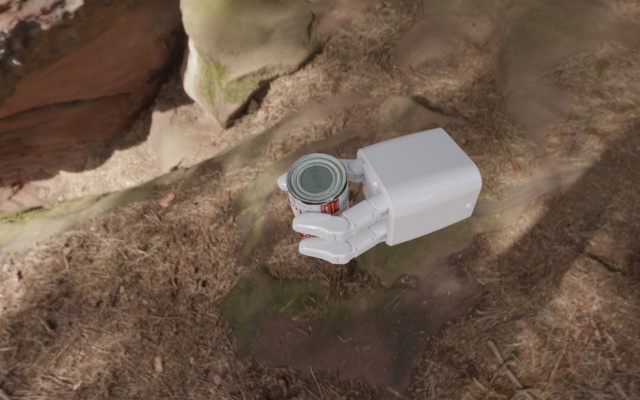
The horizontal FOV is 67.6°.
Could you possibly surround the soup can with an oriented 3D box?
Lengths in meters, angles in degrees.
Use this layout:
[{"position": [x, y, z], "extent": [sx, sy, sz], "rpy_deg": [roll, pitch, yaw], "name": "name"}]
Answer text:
[{"position": [0.000, 0.002, 0.547], "extent": [0.068, 0.068, 0.102], "rpy_deg": [0, -32, 5], "name": "soup can"}]
